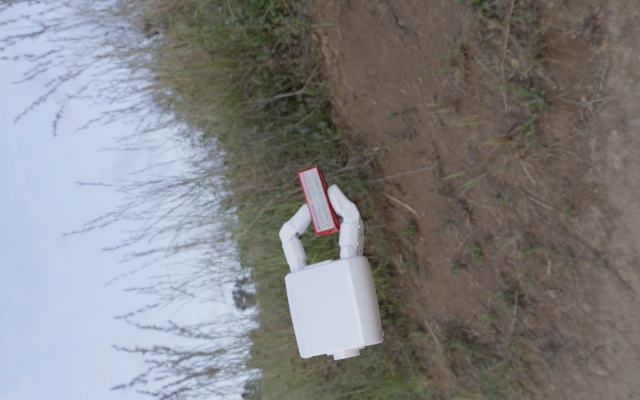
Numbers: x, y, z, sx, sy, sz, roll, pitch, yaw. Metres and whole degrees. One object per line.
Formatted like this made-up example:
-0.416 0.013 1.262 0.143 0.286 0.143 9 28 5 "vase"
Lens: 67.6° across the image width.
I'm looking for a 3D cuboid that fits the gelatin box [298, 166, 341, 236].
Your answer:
0.000 0.002 0.645 0.030 0.089 0.073 -18 -5 5 "gelatin box"
